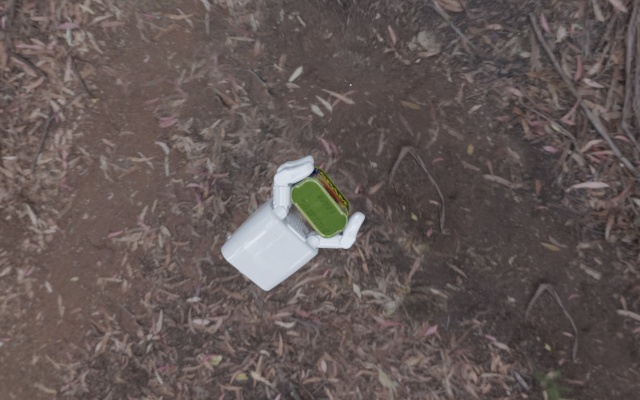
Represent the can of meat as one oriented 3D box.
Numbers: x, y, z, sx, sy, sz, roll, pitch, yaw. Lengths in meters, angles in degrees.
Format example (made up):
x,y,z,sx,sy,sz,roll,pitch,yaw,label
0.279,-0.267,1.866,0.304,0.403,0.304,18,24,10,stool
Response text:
x,y,z,sx,sy,sz,roll,pitch,yaw,label
0.000,0.003,0.737,0.057,0.102,0.084,-37,9,12,can of meat
